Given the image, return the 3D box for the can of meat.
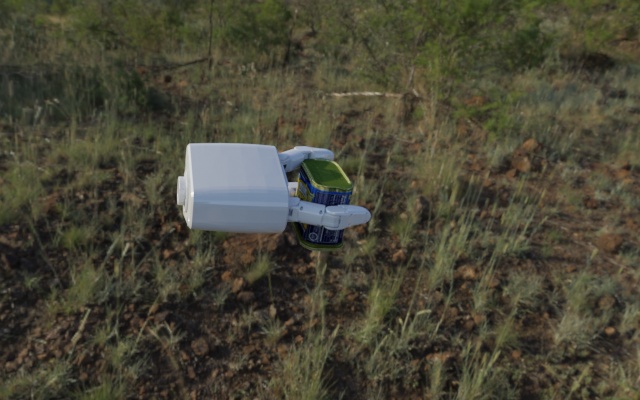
[{"bbox_3d":[0.000,0.002,0.604,0.057,0.084,0.102,3,25,-17],"label":"can of meat"}]
